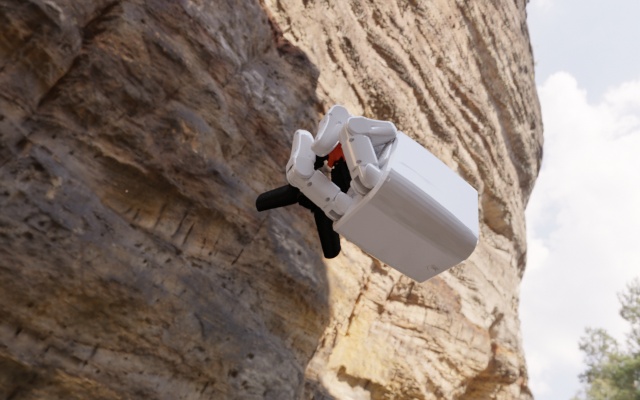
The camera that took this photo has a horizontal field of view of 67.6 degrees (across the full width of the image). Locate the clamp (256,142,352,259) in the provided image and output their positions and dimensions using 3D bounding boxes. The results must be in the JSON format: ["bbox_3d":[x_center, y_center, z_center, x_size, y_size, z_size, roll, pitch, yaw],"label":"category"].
[{"bbox_3d":[0.000,0.001,0.534,0.120,0.039,0.171,35,-36,-7],"label":"clamp"}]
